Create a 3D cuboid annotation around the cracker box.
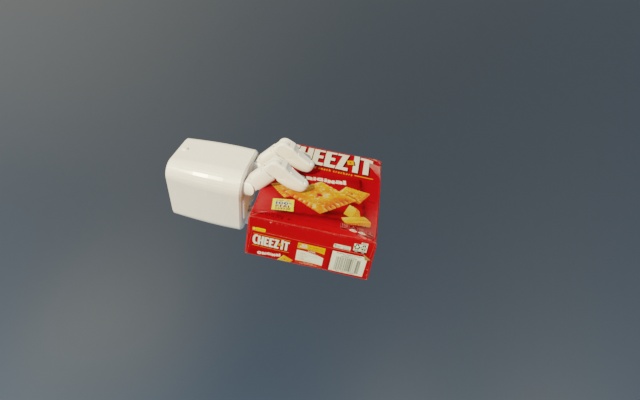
[{"bbox_3d":[0.000,0.002,0.681,0.164,0.072,0.213,12,34,1],"label":"cracker box"}]
